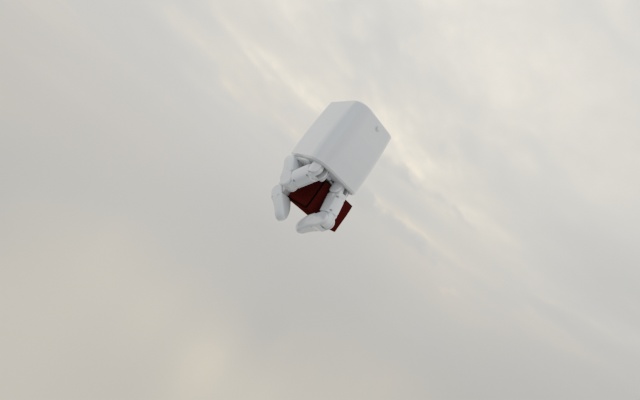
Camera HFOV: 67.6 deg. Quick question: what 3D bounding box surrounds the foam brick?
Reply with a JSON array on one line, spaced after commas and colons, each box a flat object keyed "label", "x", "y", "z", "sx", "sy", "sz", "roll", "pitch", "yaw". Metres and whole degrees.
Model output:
[{"label": "foam brick", "x": 0.000, "y": 0.003, "z": 0.723, "sx": 0.053, "sy": 0.051, "sz": 0.078, "roll": 27, "pitch": -12, "yaw": 47}]
